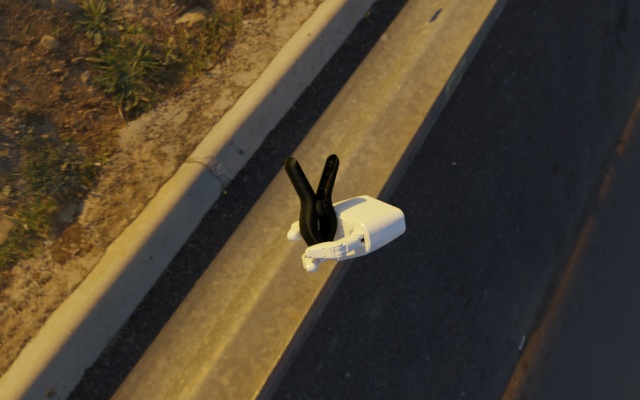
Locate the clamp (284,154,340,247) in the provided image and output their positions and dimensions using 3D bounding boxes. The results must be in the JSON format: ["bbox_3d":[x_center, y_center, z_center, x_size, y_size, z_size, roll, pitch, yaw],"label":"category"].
[{"bbox_3d":[0.001,0.003,0.781,0.120,0.171,0.039,-20,16,-41],"label":"clamp"}]
